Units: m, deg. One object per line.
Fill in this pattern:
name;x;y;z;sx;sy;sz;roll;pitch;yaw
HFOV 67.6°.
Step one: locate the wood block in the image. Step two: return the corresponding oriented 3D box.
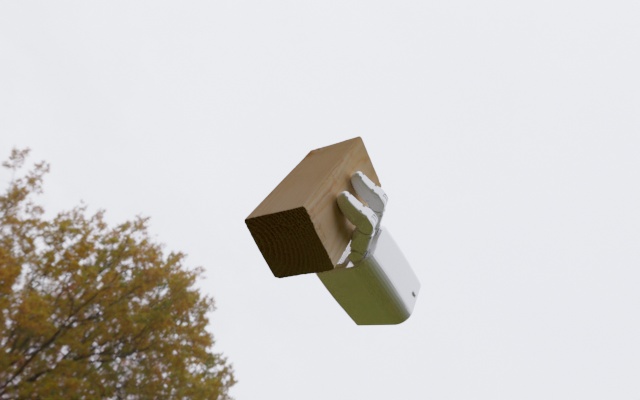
wood block;0.000;0.002;0.637;0.091;0.090;0.206;-14;22;30
